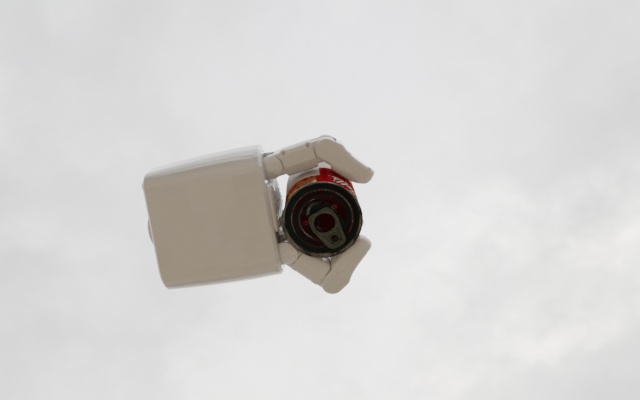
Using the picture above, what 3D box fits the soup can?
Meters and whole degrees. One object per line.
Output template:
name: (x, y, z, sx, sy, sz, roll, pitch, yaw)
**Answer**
soup can: (0.001, 0.001, 0.444, 0.068, 0.068, 0.102, 0, 18, -2)
